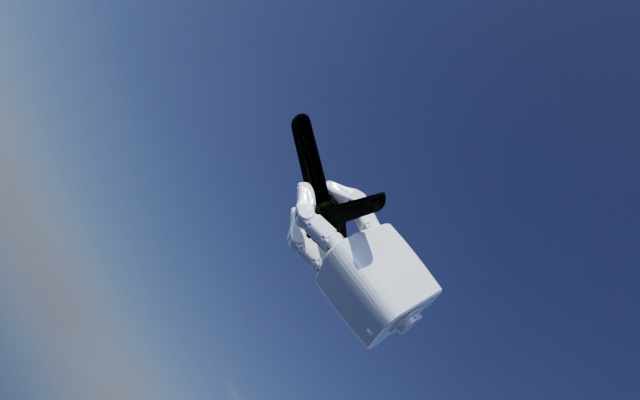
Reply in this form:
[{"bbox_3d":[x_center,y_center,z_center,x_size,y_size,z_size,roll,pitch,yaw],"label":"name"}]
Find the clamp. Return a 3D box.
[{"bbox_3d":[0.001,0.002,0.619,0.036,0.164,0.210,-23,-27,-28],"label":"clamp"}]
